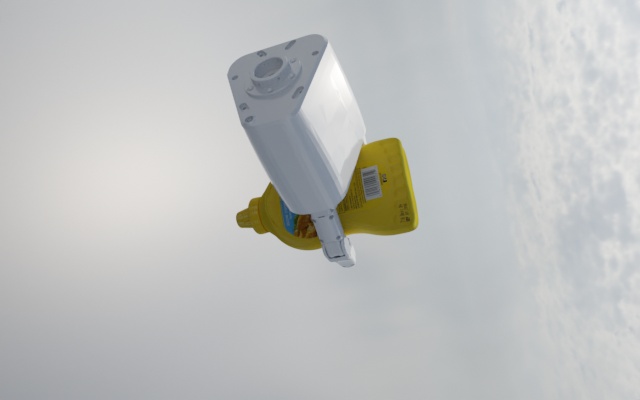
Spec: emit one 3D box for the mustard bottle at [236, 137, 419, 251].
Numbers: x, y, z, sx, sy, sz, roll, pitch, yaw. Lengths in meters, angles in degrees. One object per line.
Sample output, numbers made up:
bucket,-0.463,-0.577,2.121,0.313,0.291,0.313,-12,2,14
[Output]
mustard bottle,0.000,0.002,0.502,0.191,0.096,0.058,-12,-17,15
